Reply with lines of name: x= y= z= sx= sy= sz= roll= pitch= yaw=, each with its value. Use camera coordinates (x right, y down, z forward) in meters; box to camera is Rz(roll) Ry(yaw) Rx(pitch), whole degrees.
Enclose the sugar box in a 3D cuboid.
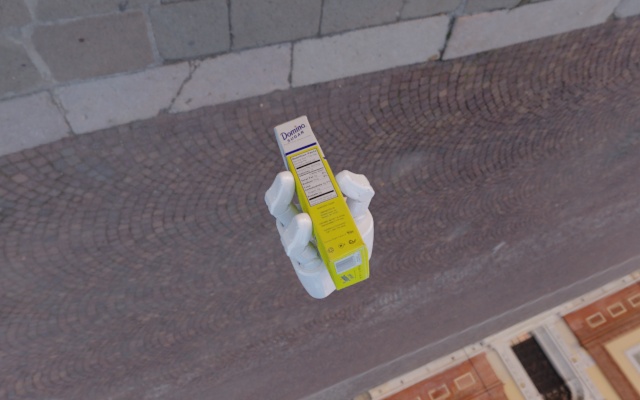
sugar box: x=0.000 y=0.002 z=0.533 sx=0.048 sy=0.176 sz=0.093 roll=-23 pitch=-29 yaw=-6
